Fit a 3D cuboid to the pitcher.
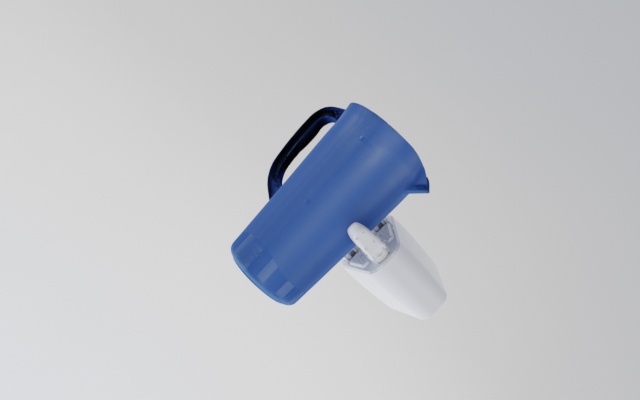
[{"bbox_3d":[0.000,0.002,0.596,0.145,0.243,0.149,44,0,-19],"label":"pitcher"}]
